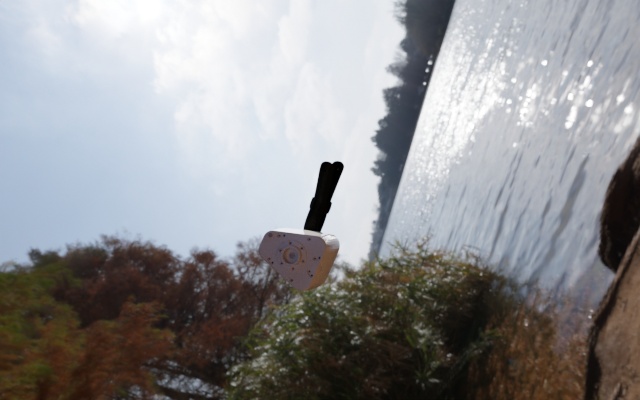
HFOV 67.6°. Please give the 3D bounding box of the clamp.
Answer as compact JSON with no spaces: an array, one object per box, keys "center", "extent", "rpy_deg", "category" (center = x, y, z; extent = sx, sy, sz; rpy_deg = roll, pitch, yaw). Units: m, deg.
[{"center":[0.000,0.003,0.864],"extent":[0.039,0.171,0.120],"rpy_deg":[17,0,16],"category":"clamp"}]
